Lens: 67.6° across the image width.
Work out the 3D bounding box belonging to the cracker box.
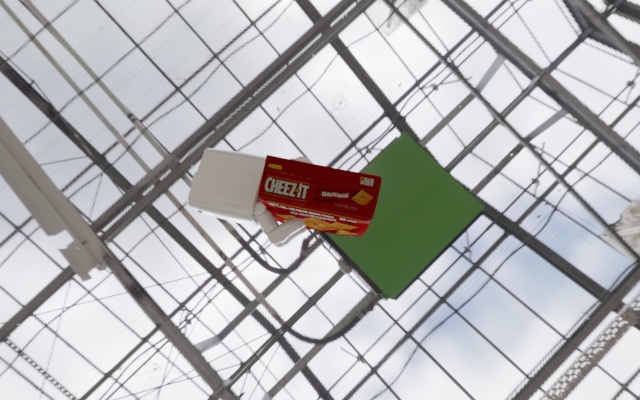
[{"bbox_3d":[0.000,0.002,0.751,0.164,0.072,0.214,11,-10,3],"label":"cracker box"}]
